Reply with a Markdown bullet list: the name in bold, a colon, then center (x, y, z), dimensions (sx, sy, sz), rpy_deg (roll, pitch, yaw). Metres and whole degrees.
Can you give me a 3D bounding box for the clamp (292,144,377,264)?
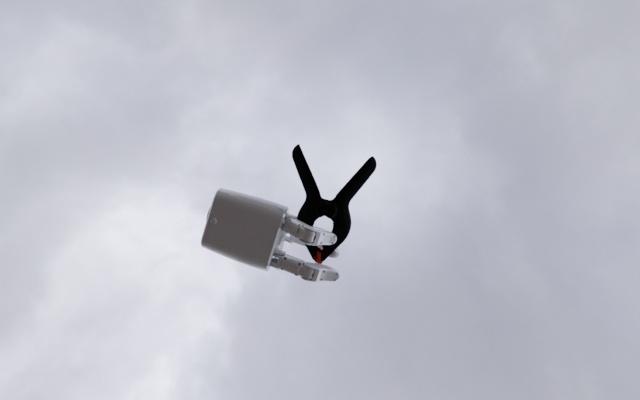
- **clamp**: center (0.000, 0.002, 0.689), dimensions (0.120, 0.171, 0.039), rpy_deg (18, 6, 2)
